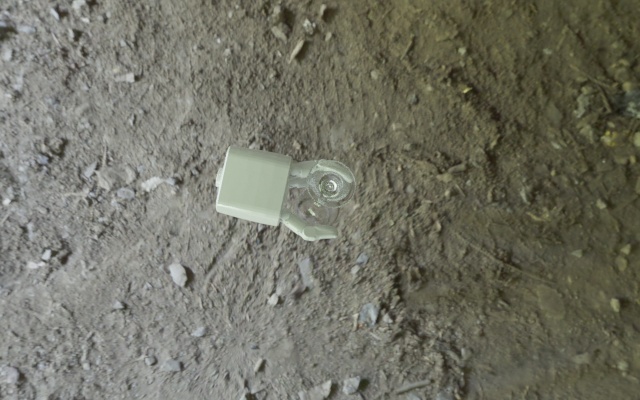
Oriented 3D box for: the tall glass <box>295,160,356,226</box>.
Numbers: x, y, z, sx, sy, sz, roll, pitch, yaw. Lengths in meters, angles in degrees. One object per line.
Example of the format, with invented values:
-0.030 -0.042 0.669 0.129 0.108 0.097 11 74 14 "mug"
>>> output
0.000 0.003 0.796 0.079 0.079 0.201 0 -16 -9 "tall glass"
